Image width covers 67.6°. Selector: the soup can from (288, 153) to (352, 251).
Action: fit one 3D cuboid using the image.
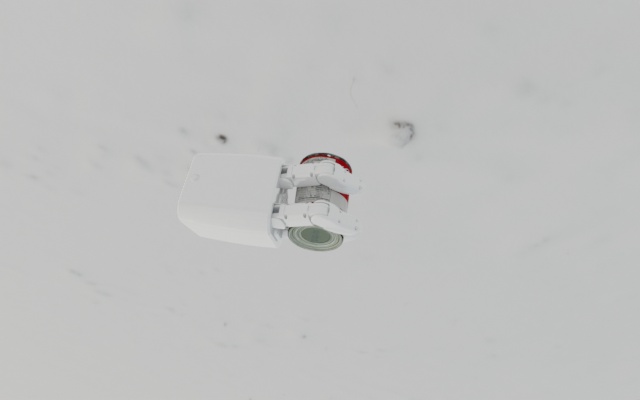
[{"bbox_3d":[0.001,0.002,0.580,0.068,0.102,0.069,6,-33,4],"label":"soup can"}]
